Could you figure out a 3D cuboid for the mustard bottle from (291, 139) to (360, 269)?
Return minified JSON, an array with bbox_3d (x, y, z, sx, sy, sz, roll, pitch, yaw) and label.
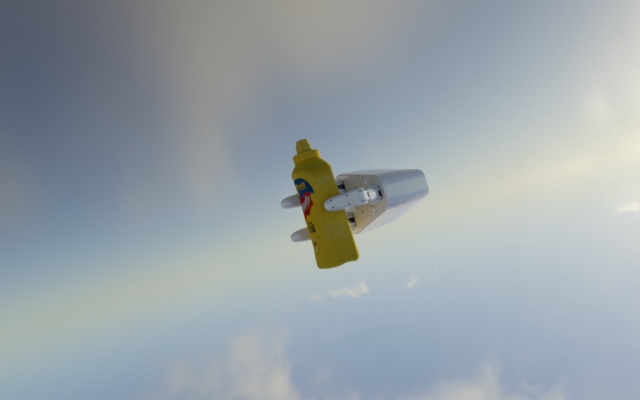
[{"bbox_3d":[0.000,0.003,0.702,0.058,0.191,0.096,-15,-4,-17],"label":"mustard bottle"}]
